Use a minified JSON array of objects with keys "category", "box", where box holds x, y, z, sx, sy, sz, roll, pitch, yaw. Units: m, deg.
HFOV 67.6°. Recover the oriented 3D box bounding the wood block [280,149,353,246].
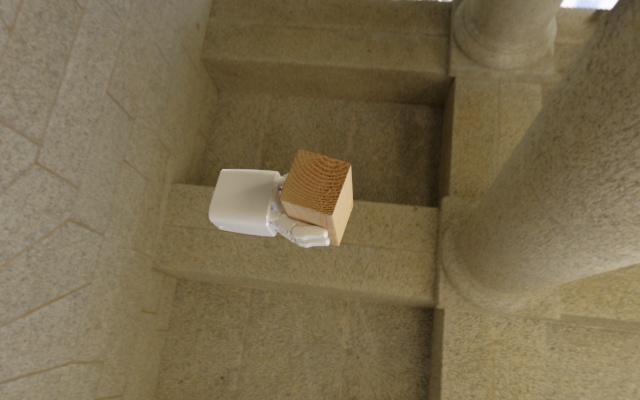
[{"category":"wood block","box":[0.000,0.002,0.824,0.090,0.090,0.206,17,-15,10]}]
